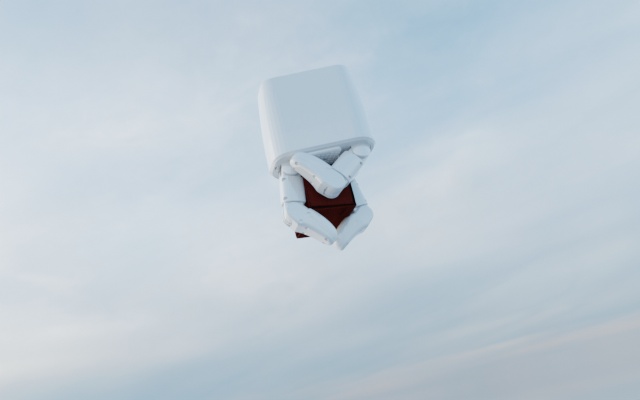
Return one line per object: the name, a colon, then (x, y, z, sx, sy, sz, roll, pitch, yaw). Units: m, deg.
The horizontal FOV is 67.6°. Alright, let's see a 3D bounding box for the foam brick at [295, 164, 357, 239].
foam brick: (0.000, 0.002, 0.532, 0.053, 0.051, 0.078, -6, -25, -19)
